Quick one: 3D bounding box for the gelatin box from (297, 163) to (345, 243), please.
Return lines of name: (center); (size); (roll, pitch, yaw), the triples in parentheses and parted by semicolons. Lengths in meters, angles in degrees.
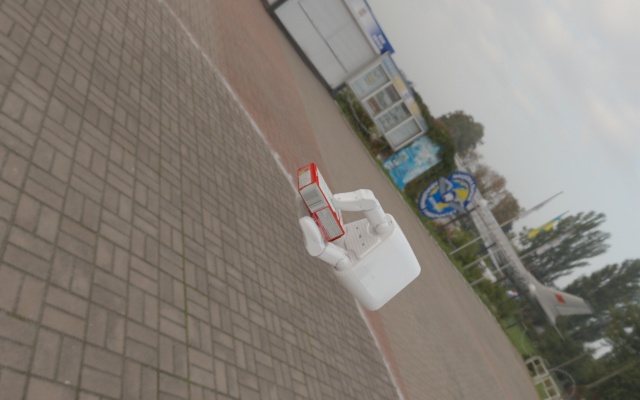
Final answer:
gelatin box: (0.000, 0.002, 0.648); (0.030, 0.089, 0.073); (-25, 24, 8)
